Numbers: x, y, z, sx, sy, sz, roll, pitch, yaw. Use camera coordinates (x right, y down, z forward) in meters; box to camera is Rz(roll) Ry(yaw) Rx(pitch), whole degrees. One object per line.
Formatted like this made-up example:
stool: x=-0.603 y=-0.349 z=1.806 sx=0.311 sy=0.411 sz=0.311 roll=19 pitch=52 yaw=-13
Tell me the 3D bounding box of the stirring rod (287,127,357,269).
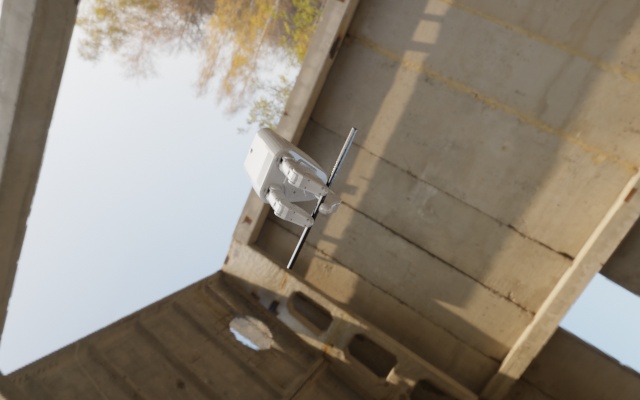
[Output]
stirring rod: x=0.000 y=0.002 z=0.709 sx=0.011 sy=0.239 sz=0.011 roll=22 pitch=19 yaw=-8
